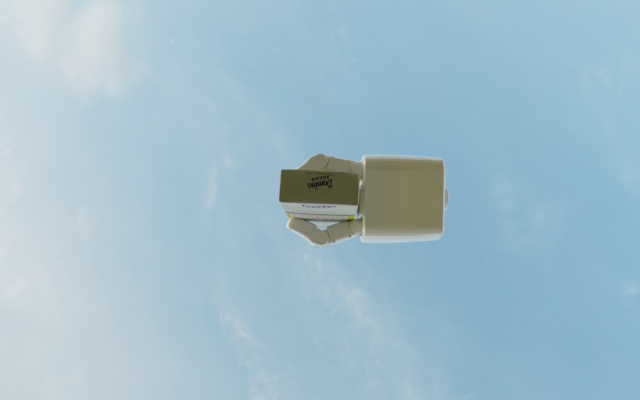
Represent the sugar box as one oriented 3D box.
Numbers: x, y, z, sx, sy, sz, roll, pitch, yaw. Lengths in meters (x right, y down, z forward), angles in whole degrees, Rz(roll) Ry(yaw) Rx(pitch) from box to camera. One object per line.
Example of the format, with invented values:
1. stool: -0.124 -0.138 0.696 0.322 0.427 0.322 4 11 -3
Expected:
1. sugar box: 0.000 0.002 0.623 0.093 0.048 0.176 3 -14 1
